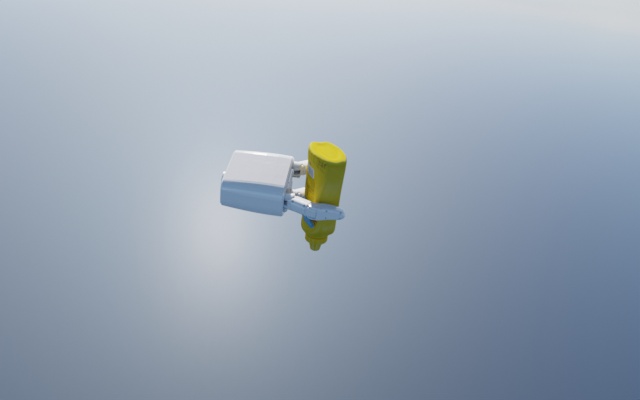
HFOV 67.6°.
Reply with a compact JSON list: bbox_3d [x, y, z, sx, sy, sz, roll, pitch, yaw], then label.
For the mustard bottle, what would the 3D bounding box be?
[{"bbox_3d":[0.000,0.002,0.821,0.058,0.192,0.096,-3,29,-21],"label":"mustard bottle"}]
